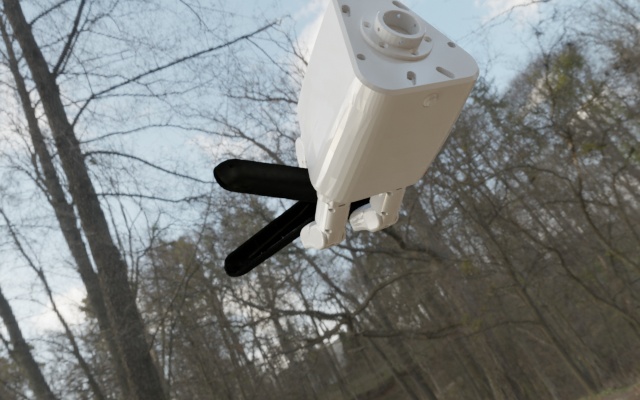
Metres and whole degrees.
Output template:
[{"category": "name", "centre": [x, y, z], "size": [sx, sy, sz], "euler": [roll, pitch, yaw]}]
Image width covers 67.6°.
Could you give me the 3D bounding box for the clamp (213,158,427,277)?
[{"category": "clamp", "centre": [0.000, 0.001, 0.440], "size": [0.210, 0.036, 0.165], "euler": [-16, -29, -25]}]
